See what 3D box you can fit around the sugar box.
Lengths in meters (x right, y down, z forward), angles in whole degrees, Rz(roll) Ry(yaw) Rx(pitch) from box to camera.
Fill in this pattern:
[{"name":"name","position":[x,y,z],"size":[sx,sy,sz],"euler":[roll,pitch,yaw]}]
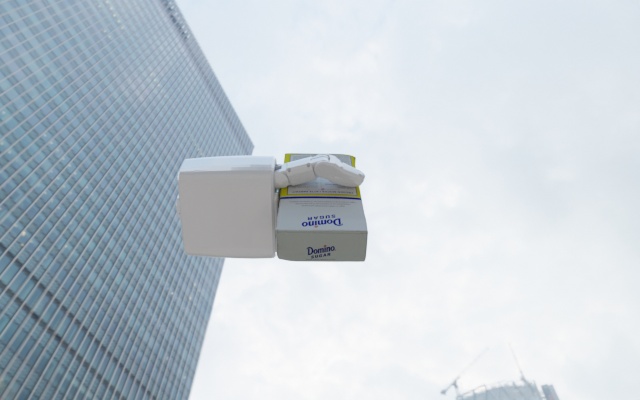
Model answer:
[{"name":"sugar box","position":[0.000,0.002,0.550],"size":[0.093,0.048,0.176],"euler":[1,33,-1]}]
